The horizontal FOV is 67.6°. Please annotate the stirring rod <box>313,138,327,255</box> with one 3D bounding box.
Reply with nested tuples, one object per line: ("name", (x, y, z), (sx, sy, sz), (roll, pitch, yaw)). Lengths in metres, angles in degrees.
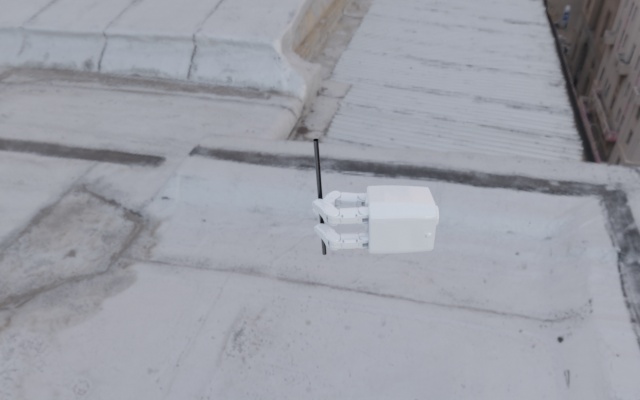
("stirring rod", (0.000, 0.003, 0.792), (0.011, 0.240, 0.011), (-3, 39, 2))
